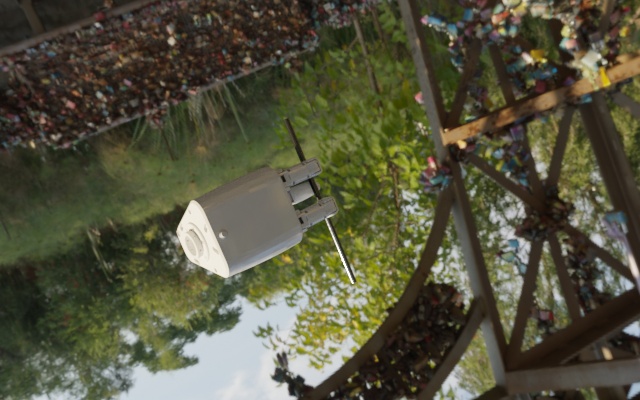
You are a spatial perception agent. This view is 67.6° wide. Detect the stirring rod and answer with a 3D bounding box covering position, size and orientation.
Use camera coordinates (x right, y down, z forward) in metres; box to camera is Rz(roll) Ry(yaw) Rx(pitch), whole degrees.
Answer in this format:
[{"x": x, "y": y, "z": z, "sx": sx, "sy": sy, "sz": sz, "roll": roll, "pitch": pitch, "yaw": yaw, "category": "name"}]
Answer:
[{"x": 0.000, "y": 0.002, "z": 0.647, "sx": 0.011, "sy": 0.239, "sz": 0.011, "roll": -22, "pitch": 5, "yaw": 2, "category": "stirring rod"}]
